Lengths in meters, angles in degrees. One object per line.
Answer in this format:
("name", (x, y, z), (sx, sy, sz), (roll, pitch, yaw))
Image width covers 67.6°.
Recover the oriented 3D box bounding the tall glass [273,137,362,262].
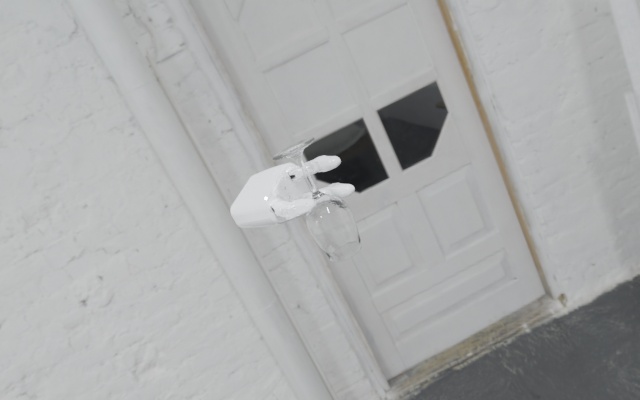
("tall glass", (0.000, 0.002, 0.783), (0.079, 0.201, 0.079), (-25, 17, 8))
